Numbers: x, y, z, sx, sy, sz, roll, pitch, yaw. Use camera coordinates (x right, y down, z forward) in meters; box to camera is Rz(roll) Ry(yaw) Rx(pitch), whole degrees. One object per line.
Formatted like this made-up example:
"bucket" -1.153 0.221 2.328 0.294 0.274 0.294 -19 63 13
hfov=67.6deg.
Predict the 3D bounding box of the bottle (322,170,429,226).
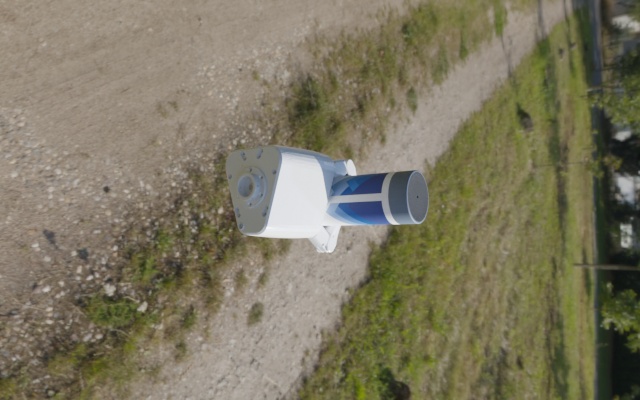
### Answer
"bottle" 0.000 0.002 0.671 0.296 0.069 0.069 -3 -2 35
